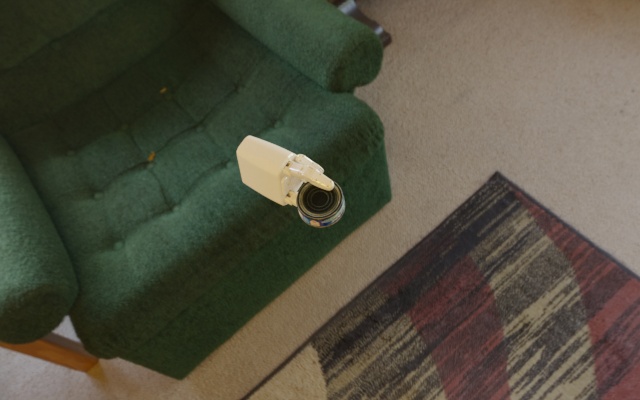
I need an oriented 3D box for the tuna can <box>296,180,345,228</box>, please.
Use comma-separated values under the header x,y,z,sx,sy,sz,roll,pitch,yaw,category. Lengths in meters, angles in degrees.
x,y,z,sx,sy,sz,roll,pitch,yaw,category
0.000,0.003,0.850,0.086,0.086,0.034,0,-27,7,tuna can
